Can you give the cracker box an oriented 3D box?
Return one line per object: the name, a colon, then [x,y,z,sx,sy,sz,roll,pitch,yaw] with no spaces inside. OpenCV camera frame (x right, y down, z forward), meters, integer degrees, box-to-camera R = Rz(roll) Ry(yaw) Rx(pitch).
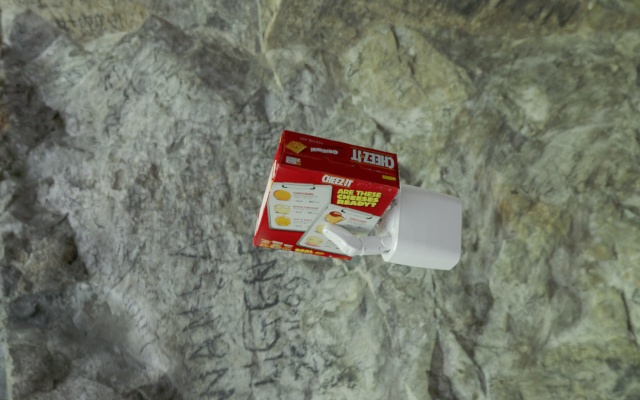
cracker box: [0.000,0.003,0.702,0.164,0.072,0.214,10,-36,-11]
